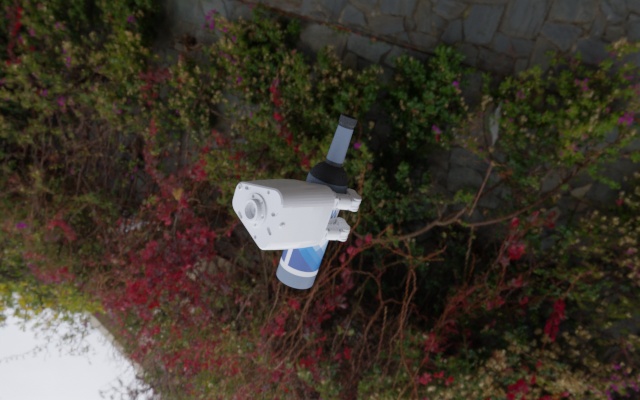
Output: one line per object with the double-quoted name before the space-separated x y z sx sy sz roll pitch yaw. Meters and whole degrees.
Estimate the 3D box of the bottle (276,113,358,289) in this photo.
"bottle" 0.000 0.003 0.781 0.069 0.296 0.069 17 19 -6
